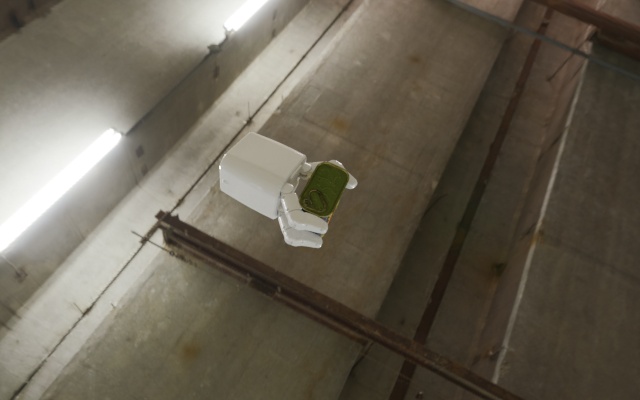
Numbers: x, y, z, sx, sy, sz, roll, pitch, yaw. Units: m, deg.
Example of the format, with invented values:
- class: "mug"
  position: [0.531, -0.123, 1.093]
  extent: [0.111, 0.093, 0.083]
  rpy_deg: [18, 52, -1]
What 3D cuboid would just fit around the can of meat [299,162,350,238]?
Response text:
- class: "can of meat"
  position: [0.000, 0.003, 0.778]
  extent: [0.057, 0.102, 0.084]
  rpy_deg: [24, -33, 5]
